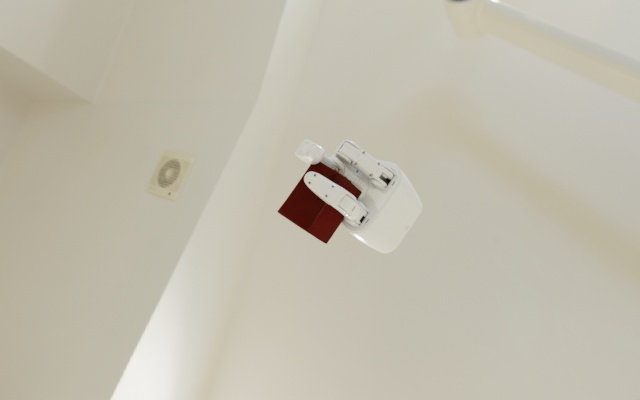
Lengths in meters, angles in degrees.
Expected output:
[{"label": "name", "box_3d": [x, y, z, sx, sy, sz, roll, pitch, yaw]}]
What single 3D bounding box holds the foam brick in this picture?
[{"label": "foam brick", "box_3d": [0.000, 0.002, 0.562, 0.053, 0.078, 0.051, 34, -3, 34]}]
